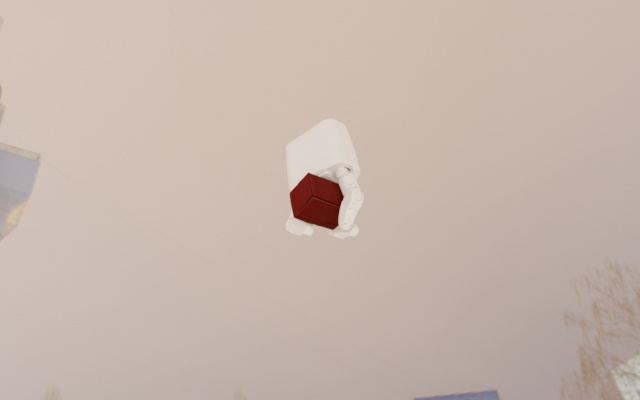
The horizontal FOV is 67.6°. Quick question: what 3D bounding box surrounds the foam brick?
[{"bbox_3d":[0.000,0.002,0.722,0.078,0.051,0.053,20,-50,-33],"label":"foam brick"}]
